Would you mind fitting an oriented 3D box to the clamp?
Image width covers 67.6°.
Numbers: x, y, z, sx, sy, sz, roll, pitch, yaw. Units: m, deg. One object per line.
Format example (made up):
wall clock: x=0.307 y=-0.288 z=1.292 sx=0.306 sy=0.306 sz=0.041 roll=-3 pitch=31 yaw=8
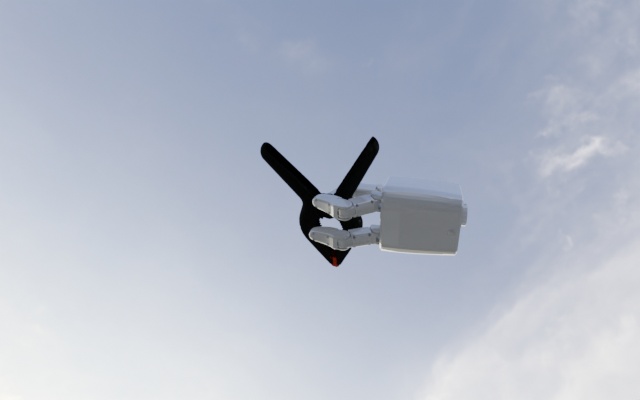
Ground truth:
clamp: x=0.001 y=0.002 z=0.686 sx=0.164 sy=0.210 sz=0.036 roll=6 pitch=32 yaw=14
